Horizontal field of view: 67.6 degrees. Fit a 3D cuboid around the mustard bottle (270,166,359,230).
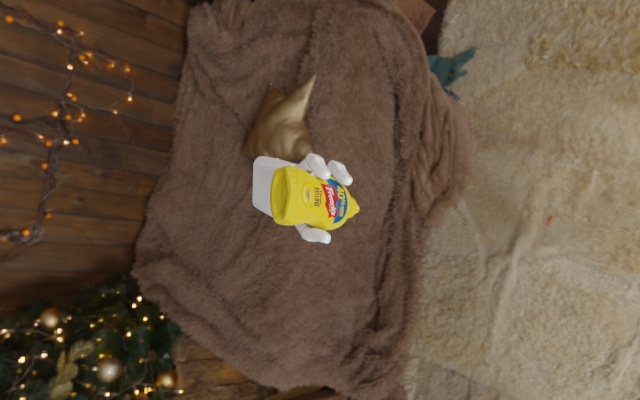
[{"bbox_3d":[0.000,0.003,0.841,0.058,0.096,0.191,-13,-17,42],"label":"mustard bottle"}]
